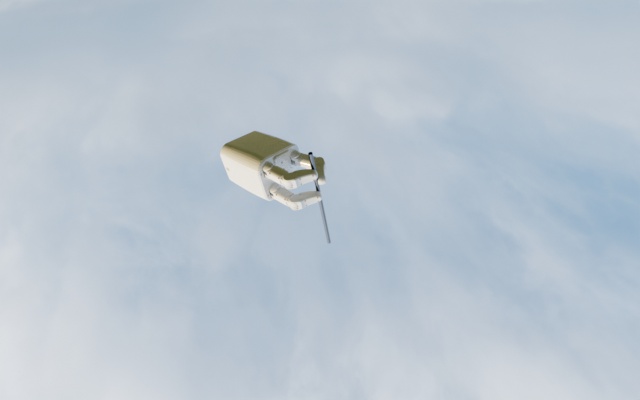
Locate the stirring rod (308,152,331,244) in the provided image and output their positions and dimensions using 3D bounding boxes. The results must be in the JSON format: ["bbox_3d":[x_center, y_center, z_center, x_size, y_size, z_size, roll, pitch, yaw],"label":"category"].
[{"bbox_3d":[0.000,0.003,0.888,0.011,0.011,0.240,0,-43,11],"label":"stirring rod"}]
